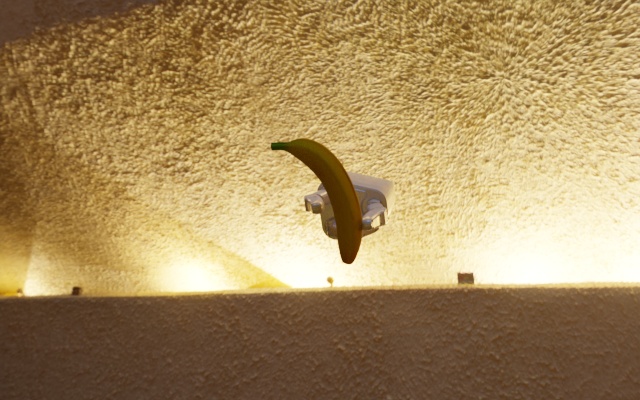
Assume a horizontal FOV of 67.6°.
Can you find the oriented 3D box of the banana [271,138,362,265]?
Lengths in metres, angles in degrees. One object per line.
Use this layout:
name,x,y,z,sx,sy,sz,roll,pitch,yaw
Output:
banana,0.014,-0.010,0.644,0.069,0.198,0.037,-30,5,20
